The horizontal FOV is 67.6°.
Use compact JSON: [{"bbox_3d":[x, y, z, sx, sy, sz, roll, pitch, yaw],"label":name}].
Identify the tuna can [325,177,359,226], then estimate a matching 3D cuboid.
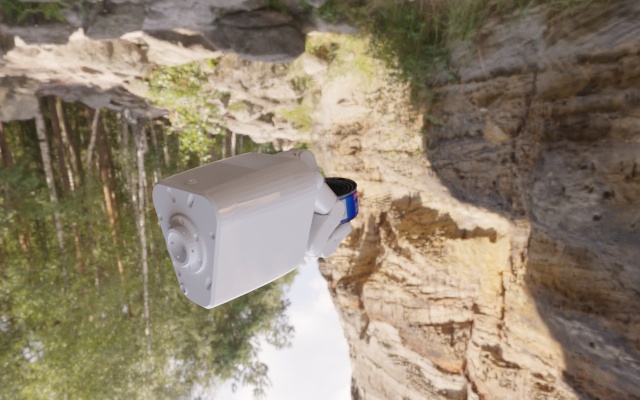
[{"bbox_3d":[0.000,0.002,0.536,0.086,0.034,0.086,-6,18,2],"label":"tuna can"}]
